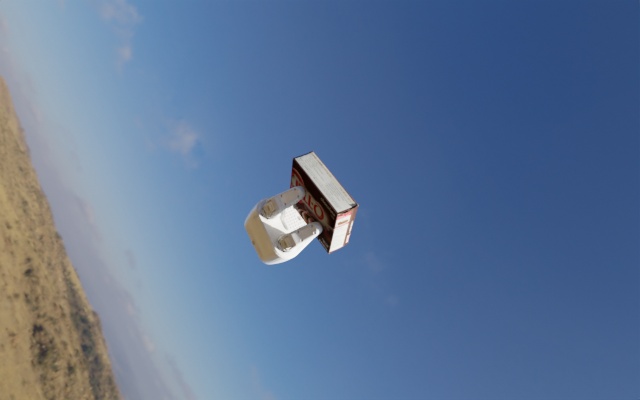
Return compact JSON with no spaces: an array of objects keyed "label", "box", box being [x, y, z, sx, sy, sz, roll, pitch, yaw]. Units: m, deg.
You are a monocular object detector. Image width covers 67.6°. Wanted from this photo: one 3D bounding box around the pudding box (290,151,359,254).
[{"label":"pudding box","box":[0.000,0.002,0.656,0.039,0.113,0.090,-26,-32,-25]}]
